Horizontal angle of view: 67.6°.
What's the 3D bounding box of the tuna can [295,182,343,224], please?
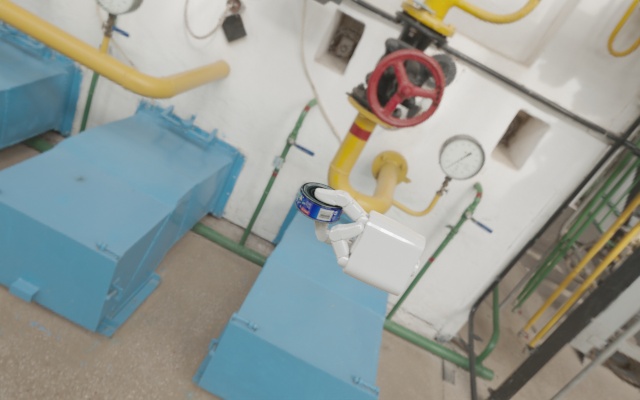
[{"bbox_3d":[0.000,0.002,0.847,0.086,0.034,0.086,17,27,-9],"label":"tuna can"}]
